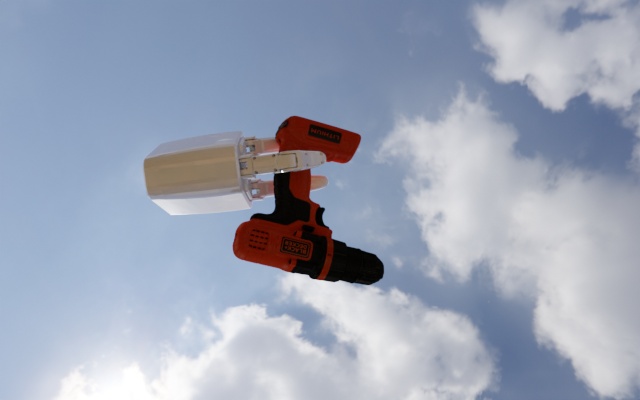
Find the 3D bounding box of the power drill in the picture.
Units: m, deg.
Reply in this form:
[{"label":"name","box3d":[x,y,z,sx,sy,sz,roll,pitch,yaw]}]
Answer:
[{"label":"power drill","box3d":[0.000,0.001,0.581,0.184,0.187,0.057,15,-21,-16]}]
